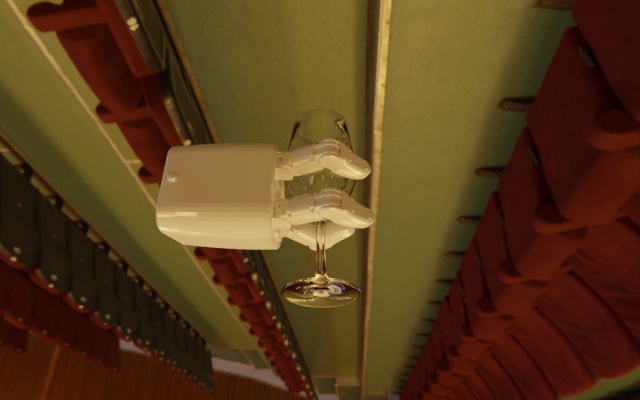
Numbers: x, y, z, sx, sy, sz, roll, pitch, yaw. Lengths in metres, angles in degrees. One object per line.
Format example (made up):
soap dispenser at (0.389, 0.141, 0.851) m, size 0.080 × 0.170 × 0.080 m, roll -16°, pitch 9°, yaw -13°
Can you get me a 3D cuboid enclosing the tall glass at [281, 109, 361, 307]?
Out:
tall glass at (0.000, 0.002, 0.492) m, size 0.079 × 0.201 × 0.079 m, roll 0°, pitch -31°, yaw 0°
